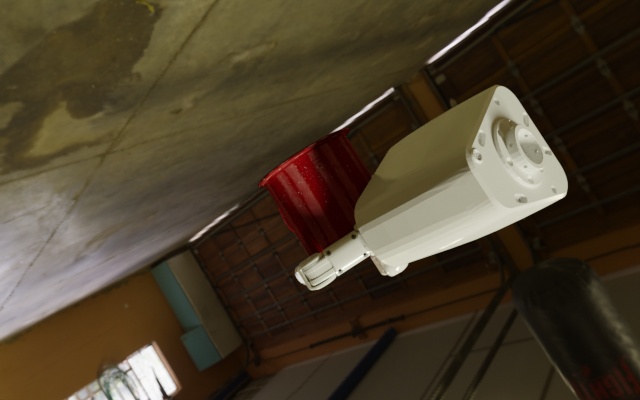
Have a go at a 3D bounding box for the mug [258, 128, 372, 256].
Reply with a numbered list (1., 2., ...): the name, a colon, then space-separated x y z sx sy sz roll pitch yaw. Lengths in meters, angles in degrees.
1. mug: -0.001 0.002 0.422 0.093 0.081 0.117 -31 -2 -41
